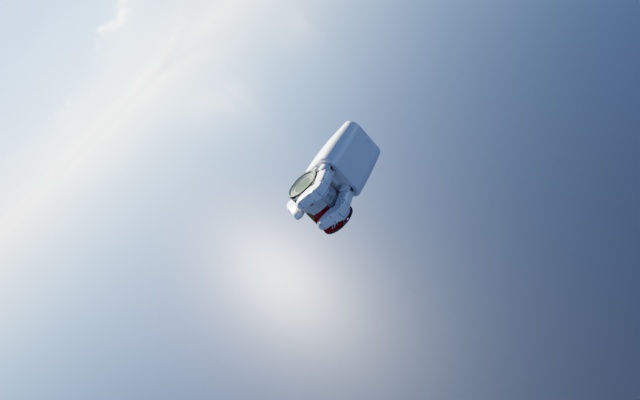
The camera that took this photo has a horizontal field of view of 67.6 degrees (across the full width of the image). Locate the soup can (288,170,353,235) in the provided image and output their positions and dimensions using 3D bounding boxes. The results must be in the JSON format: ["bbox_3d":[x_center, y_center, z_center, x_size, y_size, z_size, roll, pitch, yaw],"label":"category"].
[{"bbox_3d":[0.000,0.003,0.852,0.102,0.068,0.068,45,-22,-23],"label":"soup can"}]
